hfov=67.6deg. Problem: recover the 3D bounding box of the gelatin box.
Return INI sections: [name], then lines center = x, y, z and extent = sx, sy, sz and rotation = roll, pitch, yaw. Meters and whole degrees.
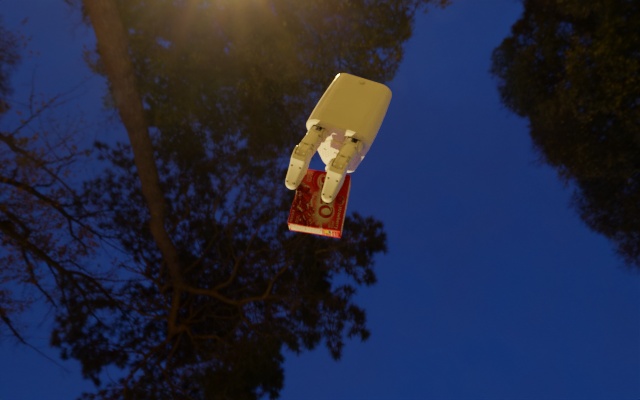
[gelatin box]
center = 0.000, 0.003, 0.662
extent = 0.073, 0.089, 0.030
rotation = 9, -24, 8
